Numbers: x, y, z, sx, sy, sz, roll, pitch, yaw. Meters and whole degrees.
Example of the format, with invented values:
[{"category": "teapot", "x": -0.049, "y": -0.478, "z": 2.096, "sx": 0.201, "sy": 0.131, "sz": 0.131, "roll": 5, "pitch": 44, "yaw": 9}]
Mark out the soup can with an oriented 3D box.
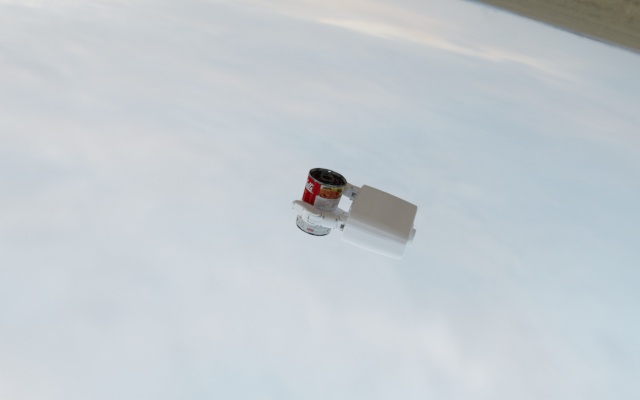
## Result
[{"category": "soup can", "x": 0.000, "y": 0.003, "z": 0.836, "sx": 0.068, "sy": 0.102, "sz": 0.068, "roll": 13, "pitch": 26, "yaw": -7}]
